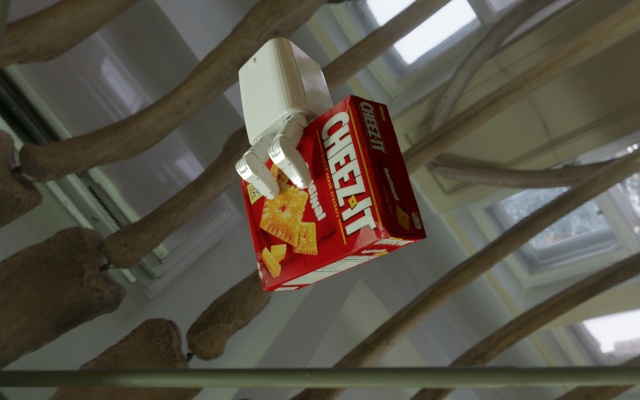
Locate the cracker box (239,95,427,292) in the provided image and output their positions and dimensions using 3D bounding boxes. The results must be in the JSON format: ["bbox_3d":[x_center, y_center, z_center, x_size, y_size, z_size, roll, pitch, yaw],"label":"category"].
[{"bbox_3d":[0.000,0.002,0.567,0.072,0.164,0.214,4,-25,-44],"label":"cracker box"}]
